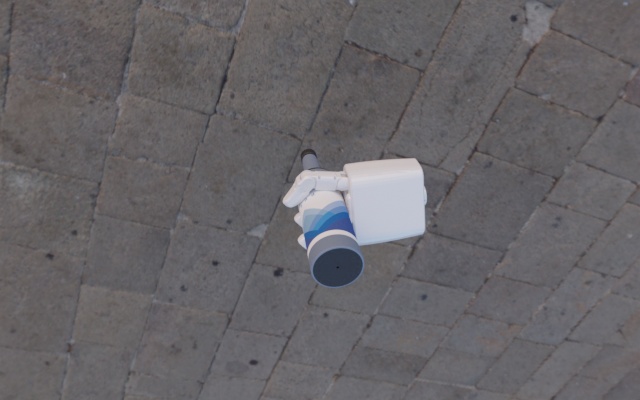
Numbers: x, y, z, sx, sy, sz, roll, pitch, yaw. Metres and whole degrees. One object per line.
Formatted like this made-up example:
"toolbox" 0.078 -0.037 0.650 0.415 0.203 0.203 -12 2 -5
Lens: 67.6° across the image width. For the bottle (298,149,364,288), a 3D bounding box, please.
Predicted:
"bottle" 0.000 0.002 0.701 0.069 0.069 0.295 0 33 -10
